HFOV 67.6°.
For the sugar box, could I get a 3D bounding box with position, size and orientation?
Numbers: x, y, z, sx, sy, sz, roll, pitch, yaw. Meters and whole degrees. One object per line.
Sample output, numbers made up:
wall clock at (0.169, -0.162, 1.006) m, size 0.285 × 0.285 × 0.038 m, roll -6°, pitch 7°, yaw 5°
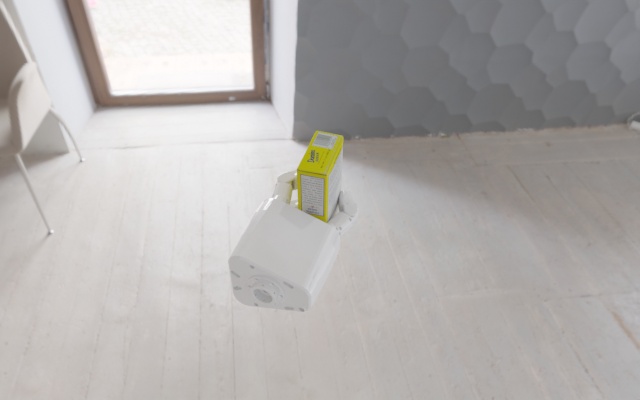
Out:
sugar box at (0.000, 0.002, 0.668) m, size 0.048 × 0.176 × 0.093 m, roll 13°, pitch 42°, yaw 10°
